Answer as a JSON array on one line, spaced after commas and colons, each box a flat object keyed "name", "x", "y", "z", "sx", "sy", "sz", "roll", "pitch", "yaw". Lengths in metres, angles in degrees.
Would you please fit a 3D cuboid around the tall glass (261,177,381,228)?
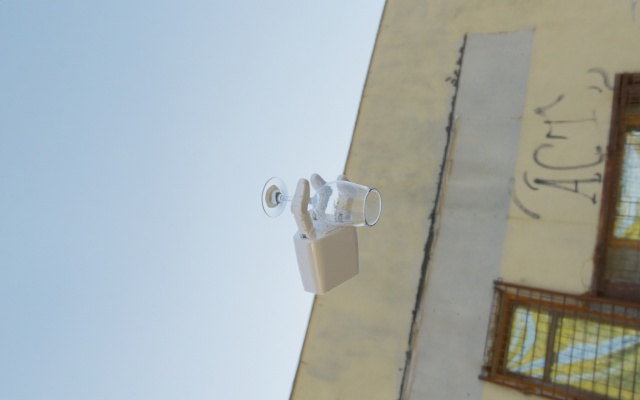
[{"name": "tall glass", "x": -0.001, "y": 0.002, "z": 0.811, "sx": 0.201, "sy": 0.079, "sz": 0.079, "roll": 5, "pitch": 3, "yaw": 33}]
